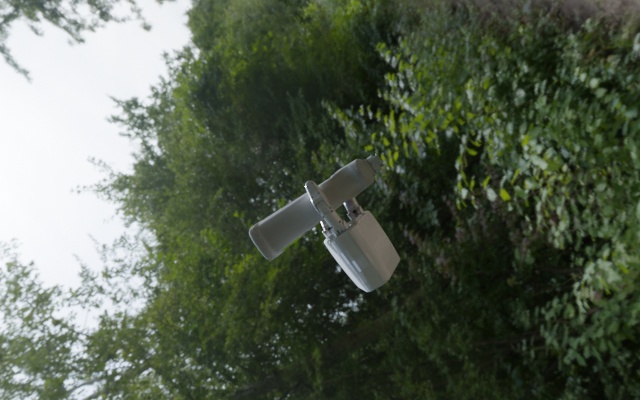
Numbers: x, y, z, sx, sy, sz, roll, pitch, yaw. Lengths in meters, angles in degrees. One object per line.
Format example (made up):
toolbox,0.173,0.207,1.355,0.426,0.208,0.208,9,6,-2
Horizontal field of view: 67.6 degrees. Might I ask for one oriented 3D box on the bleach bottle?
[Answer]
bleach bottle,0.000,0.003,0.827,0.251,0.068,0.102,-35,1,10
